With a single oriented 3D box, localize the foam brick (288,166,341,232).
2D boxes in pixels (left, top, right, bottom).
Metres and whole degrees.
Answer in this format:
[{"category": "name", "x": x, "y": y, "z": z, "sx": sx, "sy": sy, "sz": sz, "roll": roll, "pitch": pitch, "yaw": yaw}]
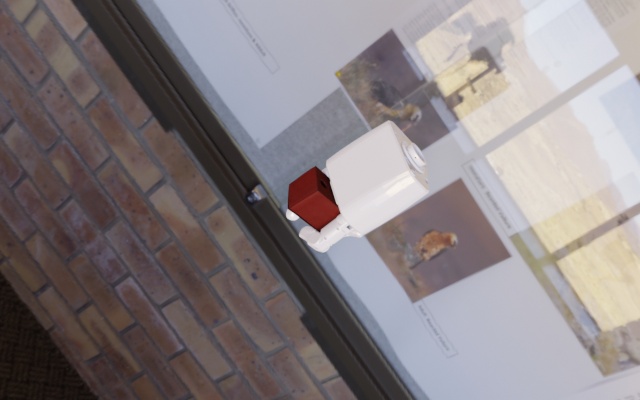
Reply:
[{"category": "foam brick", "x": 0.000, "y": 0.002, "z": 0.650, "sx": 0.051, "sy": 0.053, "sz": 0.078, "roll": -34, "pitch": -54, "yaw": 25}]
